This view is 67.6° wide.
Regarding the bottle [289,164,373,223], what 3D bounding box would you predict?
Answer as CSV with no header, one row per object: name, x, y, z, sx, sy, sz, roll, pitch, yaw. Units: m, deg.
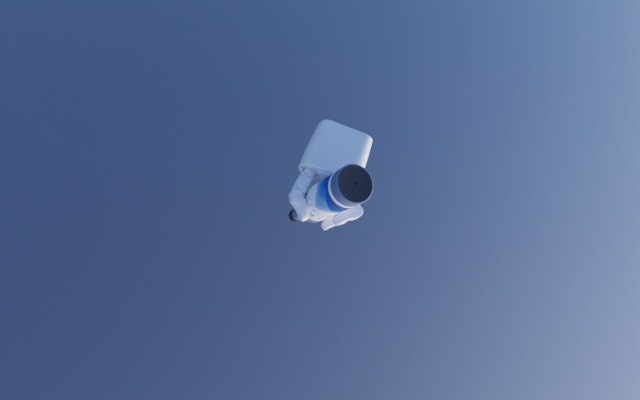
bottle,0.000,0.003,0.896,0.069,0.069,0.296,0,-12,-23
